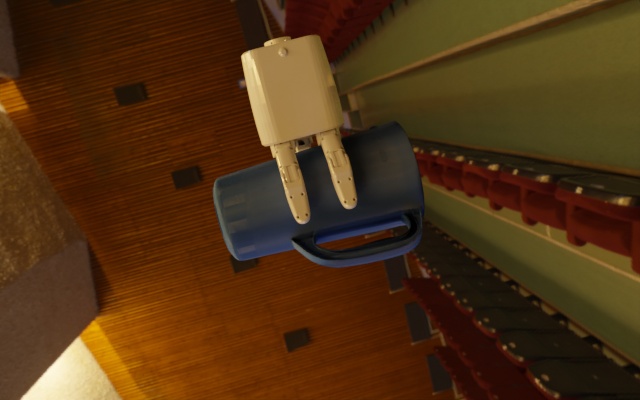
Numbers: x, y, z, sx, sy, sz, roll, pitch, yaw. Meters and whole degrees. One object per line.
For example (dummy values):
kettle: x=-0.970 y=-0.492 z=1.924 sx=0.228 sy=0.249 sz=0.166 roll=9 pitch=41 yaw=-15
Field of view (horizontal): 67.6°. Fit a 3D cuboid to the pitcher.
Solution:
pitcher: x=0.000 y=0.002 z=0.590 sx=0.243 sy=0.145 sz=0.149 roll=-15 pitch=12 yaw=-3
